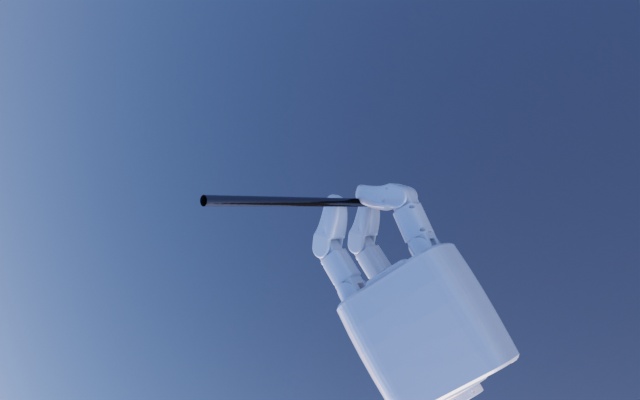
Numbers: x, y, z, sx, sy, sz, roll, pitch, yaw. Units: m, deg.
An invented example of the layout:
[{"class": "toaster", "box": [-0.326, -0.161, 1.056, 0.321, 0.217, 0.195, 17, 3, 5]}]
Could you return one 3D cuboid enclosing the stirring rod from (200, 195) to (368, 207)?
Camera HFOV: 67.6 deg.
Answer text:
[{"class": "stirring rod", "box": [0.000, 0.001, 0.413, 0.011, 0.011, 0.239, 0, -1, 41]}]
